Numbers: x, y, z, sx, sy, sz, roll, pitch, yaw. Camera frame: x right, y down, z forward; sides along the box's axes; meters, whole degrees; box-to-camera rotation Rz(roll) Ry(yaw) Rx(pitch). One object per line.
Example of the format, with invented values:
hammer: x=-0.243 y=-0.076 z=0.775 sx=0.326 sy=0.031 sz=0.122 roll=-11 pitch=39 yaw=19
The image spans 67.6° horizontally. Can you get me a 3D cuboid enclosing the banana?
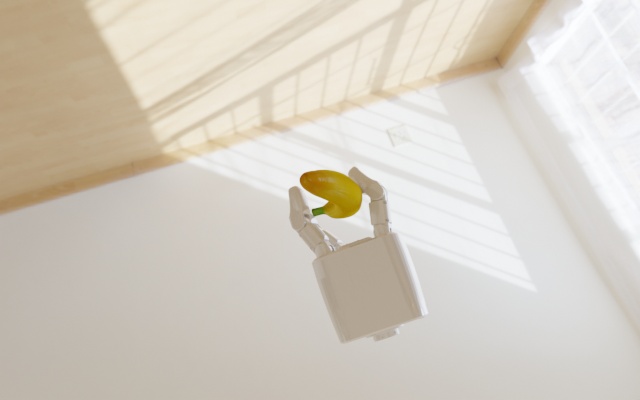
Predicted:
banana: x=0.018 y=-0.003 z=0.586 sx=0.069 sy=0.037 sz=0.198 roll=-16 pitch=-14 yaw=-1
